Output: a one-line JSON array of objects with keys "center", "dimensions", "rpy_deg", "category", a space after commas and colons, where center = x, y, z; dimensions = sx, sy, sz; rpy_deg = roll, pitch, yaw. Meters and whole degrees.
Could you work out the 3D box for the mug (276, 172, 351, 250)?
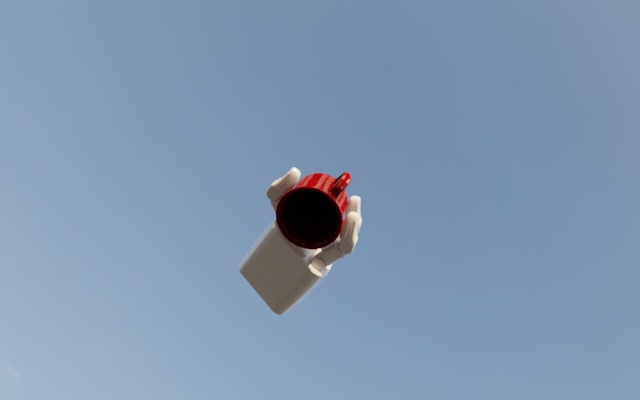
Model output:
[{"center": [0.001, 0.001, 0.672], "dimensions": [0.093, 0.117, 0.081], "rpy_deg": [41, 24, -5], "category": "mug"}]
